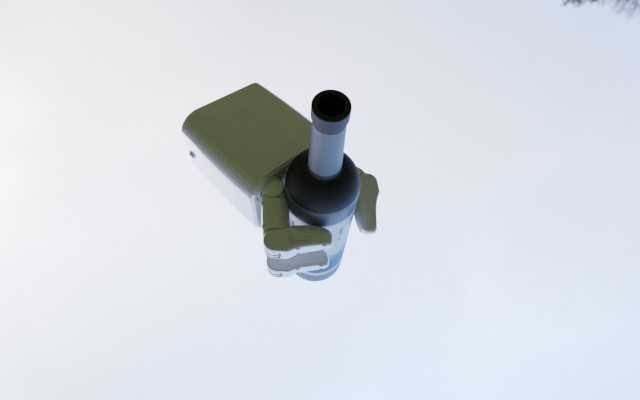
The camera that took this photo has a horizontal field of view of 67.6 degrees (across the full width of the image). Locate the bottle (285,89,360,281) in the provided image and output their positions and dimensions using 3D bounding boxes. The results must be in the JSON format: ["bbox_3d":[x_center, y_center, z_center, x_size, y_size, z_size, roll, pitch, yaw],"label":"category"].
[{"bbox_3d":[0.000,0.002,0.451,0.069,0.069,0.296,0,-26,-3],"label":"bottle"}]
